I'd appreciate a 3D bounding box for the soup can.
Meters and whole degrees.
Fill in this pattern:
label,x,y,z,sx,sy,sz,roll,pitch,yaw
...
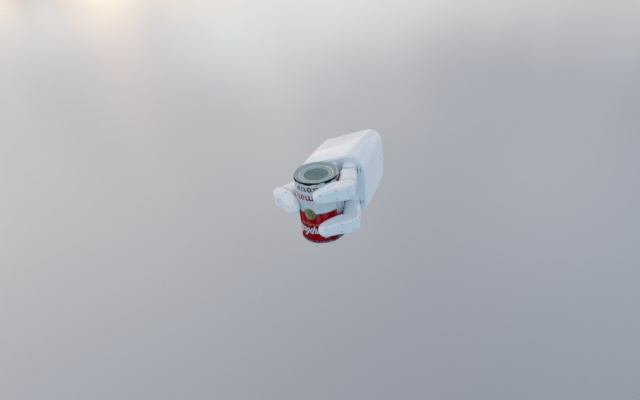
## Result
label,x,y,z,sx,sy,sz,roll,pitch,yaw
soup can,0.000,0.002,0.698,0.068,0.102,0.068,-6,31,4
